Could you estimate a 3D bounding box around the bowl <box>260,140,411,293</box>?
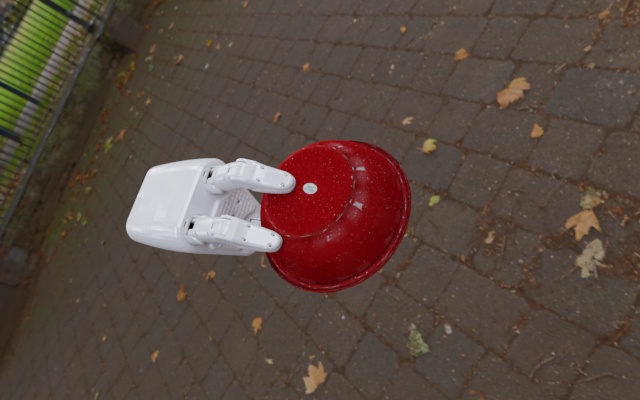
[{"bbox_3d":[0.001,0.001,0.450,0.162,0.162,0.055,0,-24,28],"label":"bowl"}]
